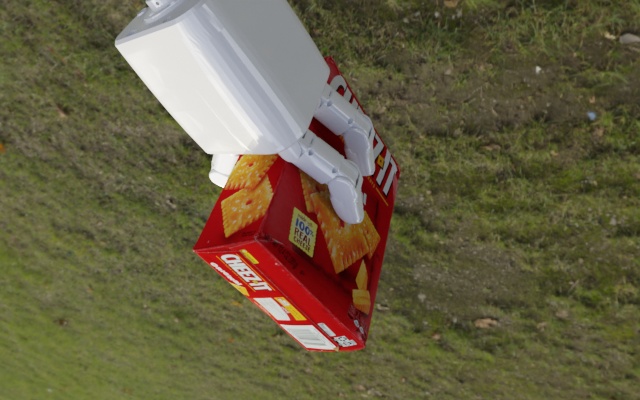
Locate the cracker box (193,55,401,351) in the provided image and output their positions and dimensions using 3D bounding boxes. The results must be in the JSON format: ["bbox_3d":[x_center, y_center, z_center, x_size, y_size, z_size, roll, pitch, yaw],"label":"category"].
[{"bbox_3d":[0.000,0.002,0.431,0.072,0.213,0.164,-10,-46,32],"label":"cracker box"}]
